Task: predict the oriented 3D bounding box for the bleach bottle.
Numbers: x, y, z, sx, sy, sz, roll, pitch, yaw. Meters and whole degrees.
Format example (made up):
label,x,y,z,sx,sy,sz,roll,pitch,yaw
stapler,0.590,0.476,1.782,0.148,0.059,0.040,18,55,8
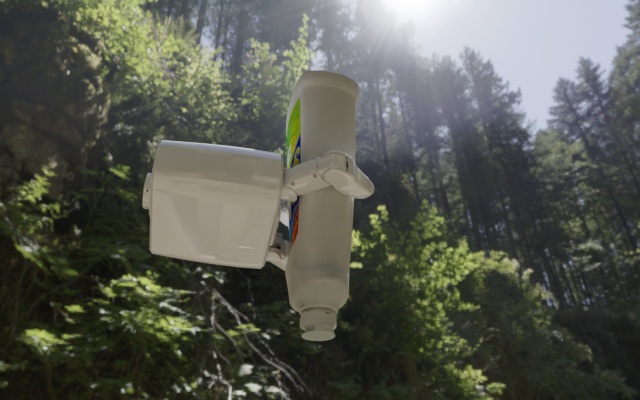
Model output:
label,x,y,z,sx,sy,sz,roll,pitch,yaw
bleach bottle,0.000,0.002,0.453,0.068,0.250,0.103,8,-33,-13
